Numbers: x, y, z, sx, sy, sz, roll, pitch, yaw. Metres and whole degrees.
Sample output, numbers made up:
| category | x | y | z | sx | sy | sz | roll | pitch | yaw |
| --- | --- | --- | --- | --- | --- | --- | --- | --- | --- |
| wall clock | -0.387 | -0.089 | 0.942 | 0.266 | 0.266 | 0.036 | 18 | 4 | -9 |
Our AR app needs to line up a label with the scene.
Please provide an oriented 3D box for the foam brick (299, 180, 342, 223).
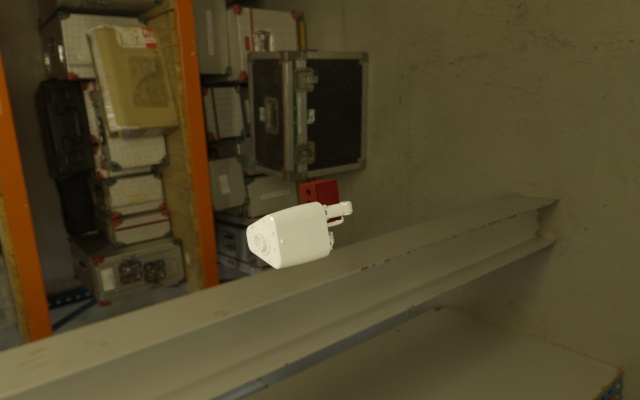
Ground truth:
| category | x | y | z | sx | sy | sz | roll | pitch | yaw |
| --- | --- | --- | --- | --- | --- | --- | --- | --- | --- |
| foam brick | 0.000 | 0.003 | 0.888 | 0.051 | 0.078 | 0.053 | -12 | 7 | -35 |
